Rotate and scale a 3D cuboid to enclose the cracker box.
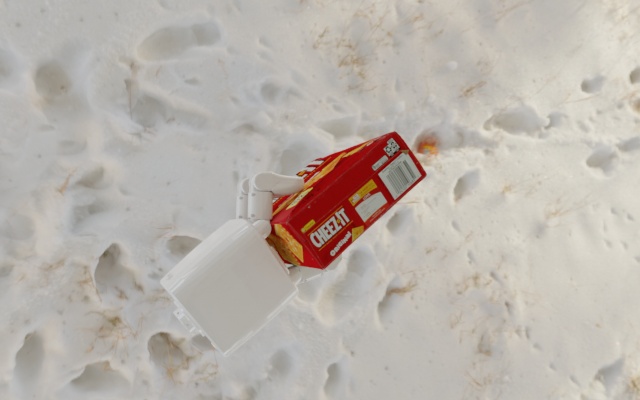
[{"bbox_3d":[0.000,0.002,0.583,0.164,0.072,0.214,-40,12,-20],"label":"cracker box"}]
